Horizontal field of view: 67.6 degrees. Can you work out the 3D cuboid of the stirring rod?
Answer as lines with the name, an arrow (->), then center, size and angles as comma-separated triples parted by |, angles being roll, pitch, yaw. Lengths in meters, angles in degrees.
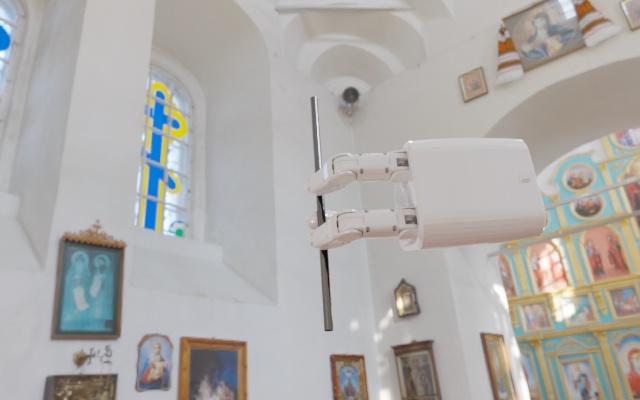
stirring rod -> 0.000, 0.002, 0.456 | 0.011, 0.239, 0.011 | -3, -24, -1
